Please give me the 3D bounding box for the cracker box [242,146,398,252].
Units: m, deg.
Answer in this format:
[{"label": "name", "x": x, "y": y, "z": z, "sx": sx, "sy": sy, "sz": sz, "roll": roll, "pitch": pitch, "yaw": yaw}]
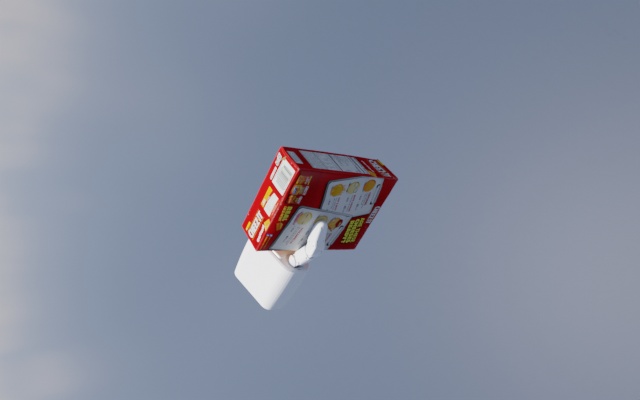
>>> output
[{"label": "cracker box", "x": 0.000, "y": 0.003, "z": 0.787, "sx": 0.214, "sy": 0.164, "sz": 0.072, "roll": 3, "pitch": 38, "yaw": -40}]
